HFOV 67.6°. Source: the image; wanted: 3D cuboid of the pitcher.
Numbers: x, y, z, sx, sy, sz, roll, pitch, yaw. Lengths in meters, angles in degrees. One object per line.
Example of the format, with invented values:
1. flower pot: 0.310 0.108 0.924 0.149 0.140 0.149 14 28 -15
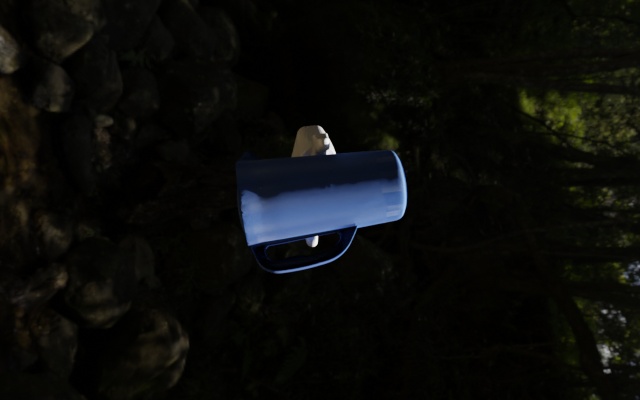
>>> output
1. pitcher: 0.000 0.002 0.711 0.243 0.149 0.145 -8 29 -5
